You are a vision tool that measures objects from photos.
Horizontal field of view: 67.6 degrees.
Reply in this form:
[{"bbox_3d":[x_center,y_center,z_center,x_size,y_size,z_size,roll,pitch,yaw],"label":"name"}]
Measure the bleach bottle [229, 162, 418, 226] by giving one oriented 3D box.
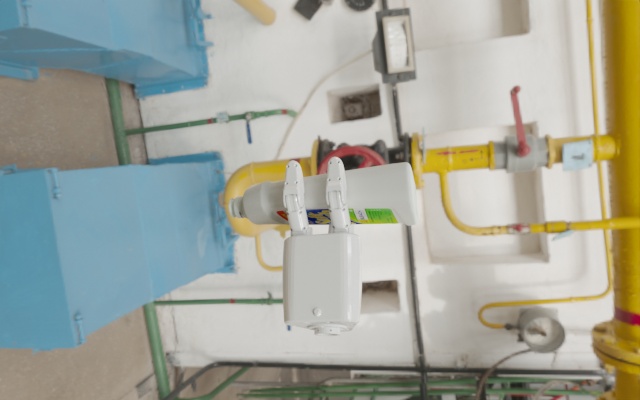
[{"bbox_3d":[0.000,0.002,0.647,0.251,0.068,0.103,-5,-21,15],"label":"bleach bottle"}]
